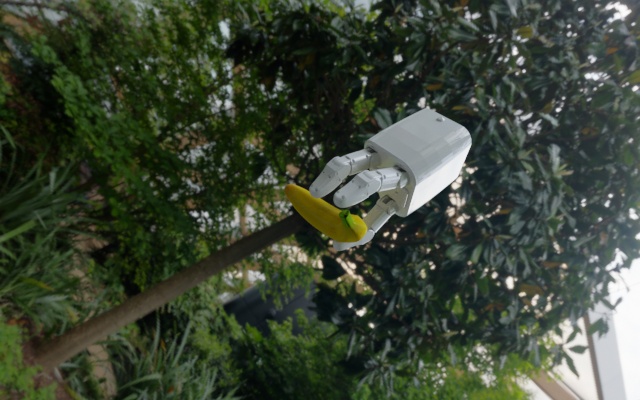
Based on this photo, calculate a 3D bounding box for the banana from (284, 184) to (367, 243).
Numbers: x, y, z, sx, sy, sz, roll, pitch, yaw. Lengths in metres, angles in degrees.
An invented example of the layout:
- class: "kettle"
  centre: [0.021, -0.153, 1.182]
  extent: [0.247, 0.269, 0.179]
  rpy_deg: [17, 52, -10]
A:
- class: "banana"
  centre: [0.010, 0.018, 0.623]
  extent: [0.037, 0.070, 0.197]
  rpy_deg: [-36, 22, -16]
